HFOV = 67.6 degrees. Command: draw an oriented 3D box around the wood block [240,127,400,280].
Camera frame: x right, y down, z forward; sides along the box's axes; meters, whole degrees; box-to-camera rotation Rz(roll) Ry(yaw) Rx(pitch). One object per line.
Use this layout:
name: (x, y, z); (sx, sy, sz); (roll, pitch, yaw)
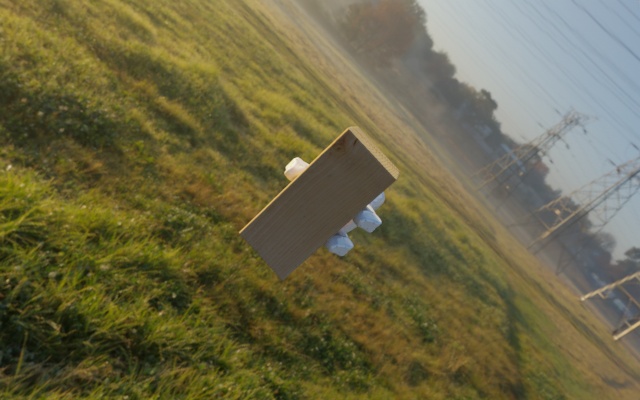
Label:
wood block: (0.000, 0.002, 0.658); (0.206, 0.091, 0.090); (-43, -1, 16)
